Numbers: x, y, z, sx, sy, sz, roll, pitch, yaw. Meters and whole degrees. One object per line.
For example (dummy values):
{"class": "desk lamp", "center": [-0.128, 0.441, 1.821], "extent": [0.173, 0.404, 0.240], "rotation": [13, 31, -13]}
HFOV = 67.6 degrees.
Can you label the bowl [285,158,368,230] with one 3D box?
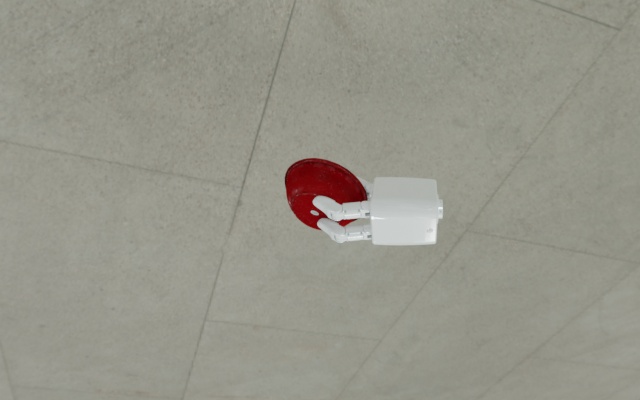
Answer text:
{"class": "bowl", "center": [-0.001, 0.003, 0.855], "extent": [0.162, 0.162, 0.055], "rotation": [0, 43, 29]}
